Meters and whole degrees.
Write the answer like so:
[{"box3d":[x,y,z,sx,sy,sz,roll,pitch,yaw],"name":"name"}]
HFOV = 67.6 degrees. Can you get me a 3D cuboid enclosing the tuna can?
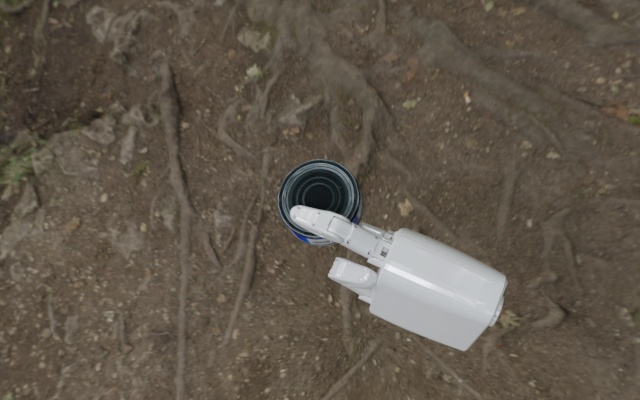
[{"box3d":[0.000,0.001,0.490,0.086,0.086,0.034,0,-17,11],"name":"tuna can"}]
